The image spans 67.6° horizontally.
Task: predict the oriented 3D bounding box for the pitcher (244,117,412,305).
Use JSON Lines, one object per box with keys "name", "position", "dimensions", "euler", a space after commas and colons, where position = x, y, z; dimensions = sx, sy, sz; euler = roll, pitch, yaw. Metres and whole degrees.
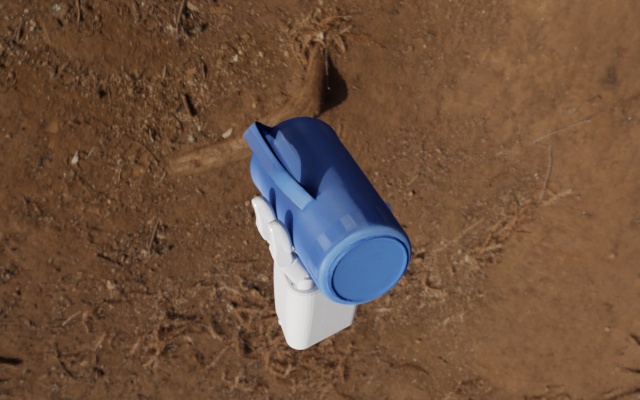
{"name": "pitcher", "position": [0.000, 0.002, 0.573], "dimensions": [0.149, 0.145, 0.242], "euler": [-9, 36, -20]}
